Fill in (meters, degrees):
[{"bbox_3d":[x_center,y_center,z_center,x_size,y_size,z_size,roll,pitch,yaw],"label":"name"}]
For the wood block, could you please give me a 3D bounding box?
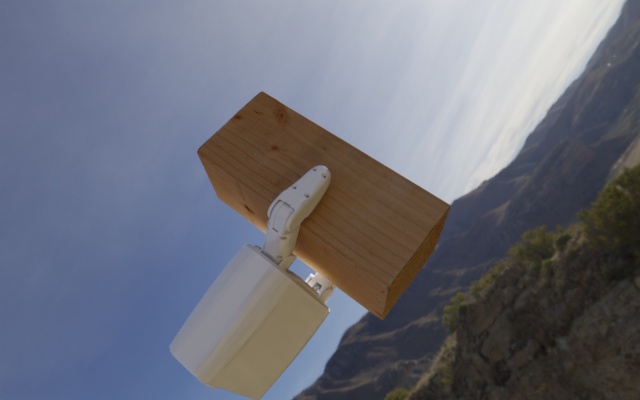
[{"bbox_3d":[0.000,0.001,0.436,0.206,0.090,0.091,34,-23,20],"label":"wood block"}]
